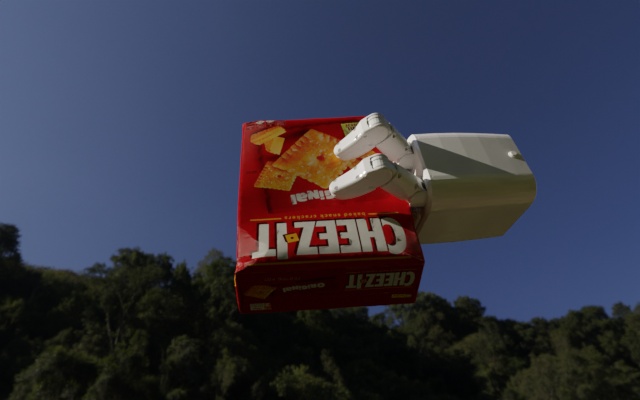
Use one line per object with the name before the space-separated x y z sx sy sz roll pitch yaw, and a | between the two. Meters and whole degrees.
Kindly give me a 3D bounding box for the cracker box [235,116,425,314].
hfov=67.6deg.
cracker box | 0.000 0.002 0.488 0.164 0.072 0.213 -3 45 -4
